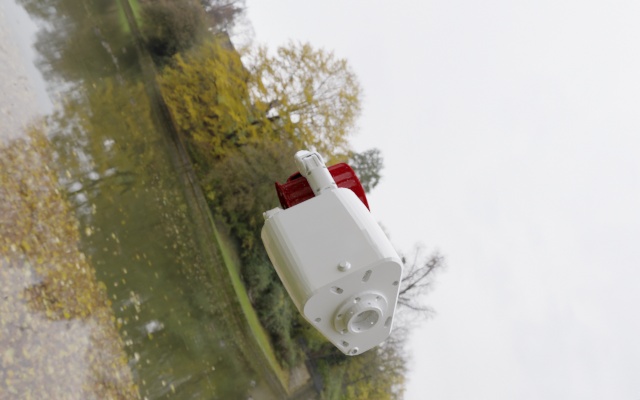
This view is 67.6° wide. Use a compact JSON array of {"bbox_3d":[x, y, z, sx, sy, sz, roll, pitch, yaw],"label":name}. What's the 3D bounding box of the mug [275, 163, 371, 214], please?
[{"bbox_3d":[0.000,0.001,0.538,0.081,0.093,0.117,-22,40,-9],"label":"mug"}]
